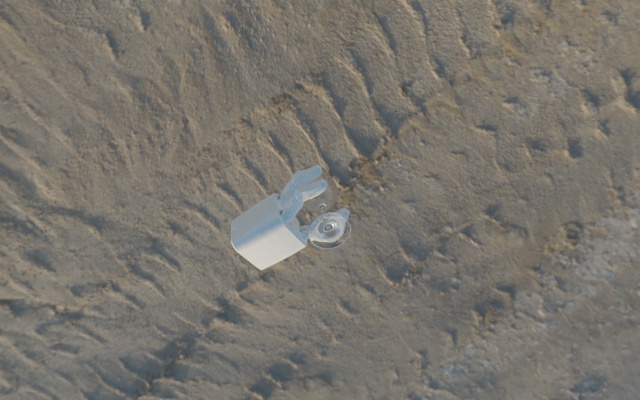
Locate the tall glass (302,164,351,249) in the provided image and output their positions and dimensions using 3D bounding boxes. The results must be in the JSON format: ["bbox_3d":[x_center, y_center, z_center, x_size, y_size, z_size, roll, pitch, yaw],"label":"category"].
[{"bbox_3d":[0.000,0.003,0.894,0.079,0.079,0.201,0,30,-10],"label":"tall glass"}]
